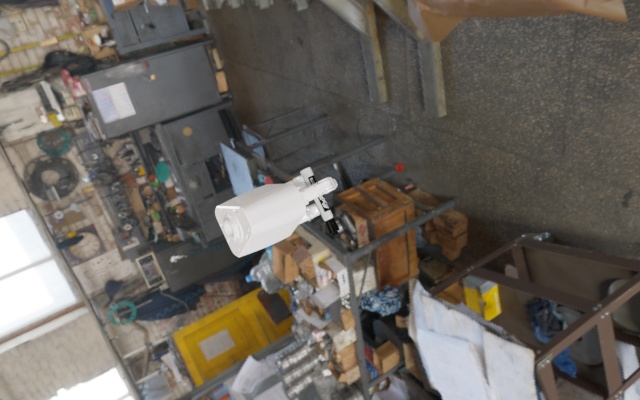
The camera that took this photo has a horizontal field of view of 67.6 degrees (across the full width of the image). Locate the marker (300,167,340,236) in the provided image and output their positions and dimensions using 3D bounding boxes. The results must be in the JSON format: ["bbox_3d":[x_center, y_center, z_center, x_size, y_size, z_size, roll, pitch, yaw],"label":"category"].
[{"bbox_3d":[0.000,0.003,0.793,0.020,0.121,0.020,-25,-2,-1],"label":"marker"}]
